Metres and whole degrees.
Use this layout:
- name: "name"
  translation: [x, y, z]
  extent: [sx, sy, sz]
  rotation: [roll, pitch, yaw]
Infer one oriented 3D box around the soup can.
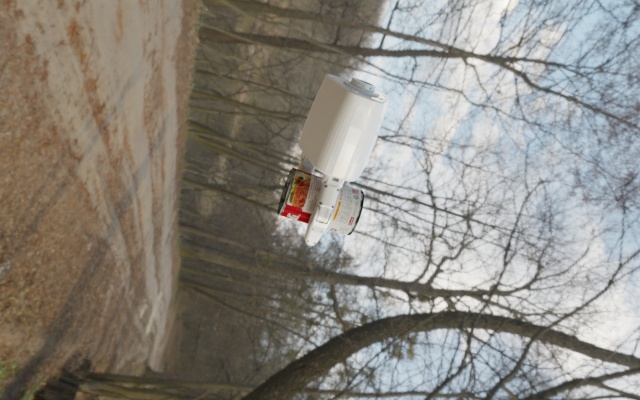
- name: "soup can"
  translation: [0.000, 0.003, 0.647]
  extent: [0.102, 0.068, 0.068]
  rotation: [17, -3, -10]
